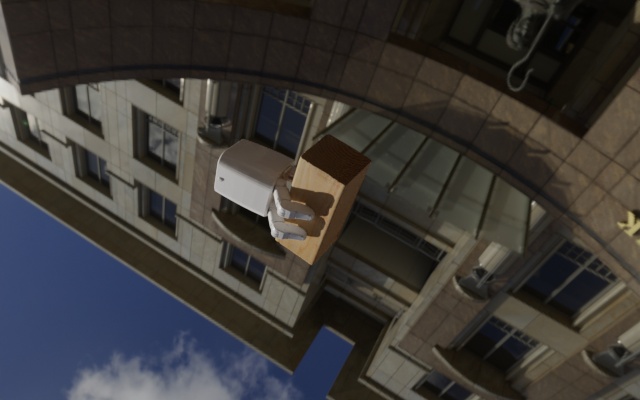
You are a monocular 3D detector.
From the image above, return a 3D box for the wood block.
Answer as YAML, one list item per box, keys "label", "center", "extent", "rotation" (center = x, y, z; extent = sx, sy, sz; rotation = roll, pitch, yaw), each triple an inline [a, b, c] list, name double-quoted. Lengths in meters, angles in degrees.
- label: "wood block"
  center: [0.000, 0.002, 0.827]
  extent: [0.090, 0.206, 0.090]
  rotation: [33, 45, 13]
